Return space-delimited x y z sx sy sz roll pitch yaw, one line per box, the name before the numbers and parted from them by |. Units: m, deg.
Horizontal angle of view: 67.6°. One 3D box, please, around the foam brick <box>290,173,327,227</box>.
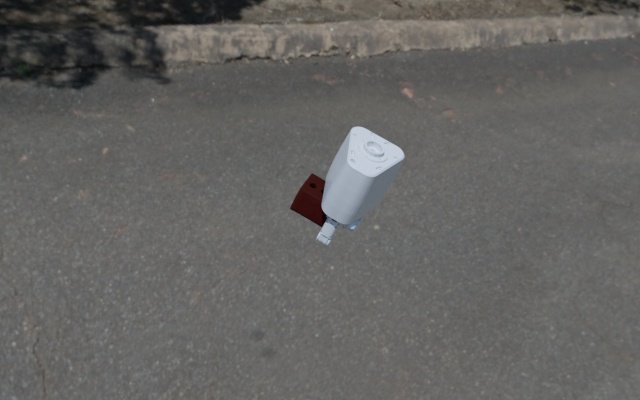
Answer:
foam brick | 0.000 0.003 0.790 0.078 0.051 0.053 30 43 5
